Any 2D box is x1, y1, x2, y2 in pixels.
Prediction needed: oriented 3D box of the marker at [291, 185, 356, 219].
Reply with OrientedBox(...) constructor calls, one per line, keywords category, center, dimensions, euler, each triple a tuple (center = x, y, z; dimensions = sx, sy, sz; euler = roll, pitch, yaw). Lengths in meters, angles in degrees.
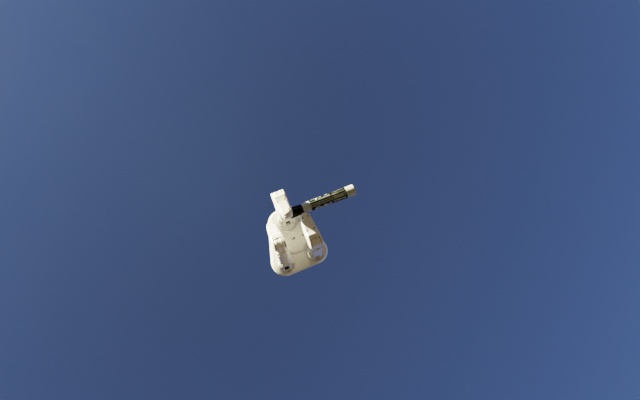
OrientedBox(category="marker", center=(0.000, 0.003, 0.788), dimensions=(0.121, 0.020, 0.020), euler=(-21, 4, -10))
